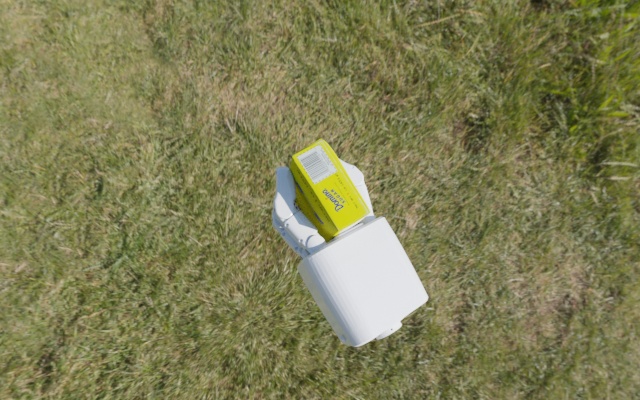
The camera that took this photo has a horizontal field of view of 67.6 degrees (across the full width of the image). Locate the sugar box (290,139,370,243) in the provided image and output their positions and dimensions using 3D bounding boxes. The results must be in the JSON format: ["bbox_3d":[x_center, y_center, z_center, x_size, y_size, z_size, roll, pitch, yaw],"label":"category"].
[{"bbox_3d":[0.000,0.002,0.561,0.048,0.093,0.176,-29,-8,-14],"label":"sugar box"}]
